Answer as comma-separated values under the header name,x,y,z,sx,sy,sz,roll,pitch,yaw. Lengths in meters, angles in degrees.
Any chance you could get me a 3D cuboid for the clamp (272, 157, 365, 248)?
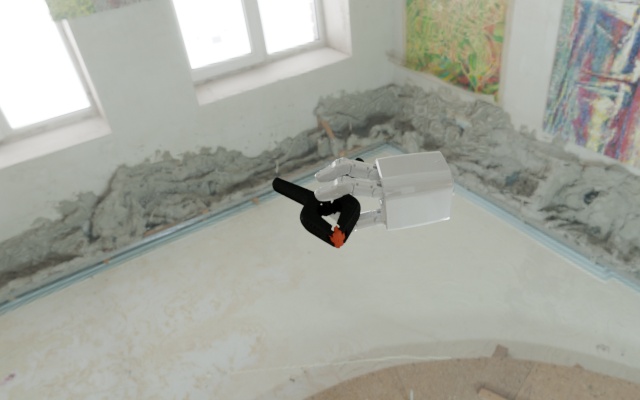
name,x,y,z,sx,sy,sz,roll,pitch,yaw
clamp,0.001,0.003,0.760,0.164,0.036,0.209,-11,34,5
